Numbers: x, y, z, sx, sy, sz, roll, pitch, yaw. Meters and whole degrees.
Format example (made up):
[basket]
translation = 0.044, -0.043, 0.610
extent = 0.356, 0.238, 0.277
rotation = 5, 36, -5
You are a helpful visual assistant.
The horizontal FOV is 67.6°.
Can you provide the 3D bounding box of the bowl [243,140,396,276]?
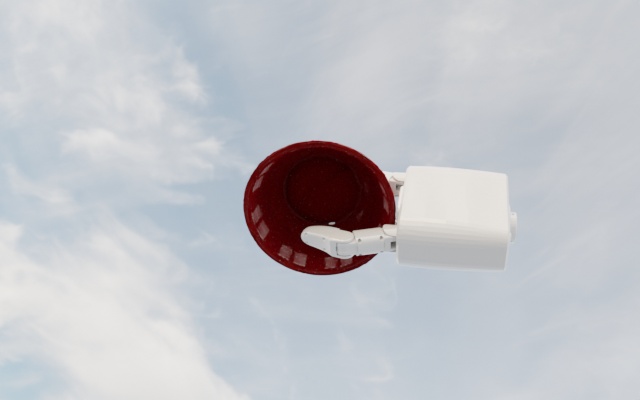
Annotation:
[bowl]
translation = -0.001, 0.001, 0.524
extent = 0.162, 0.162, 0.055
rotation = 0, 28, 5
